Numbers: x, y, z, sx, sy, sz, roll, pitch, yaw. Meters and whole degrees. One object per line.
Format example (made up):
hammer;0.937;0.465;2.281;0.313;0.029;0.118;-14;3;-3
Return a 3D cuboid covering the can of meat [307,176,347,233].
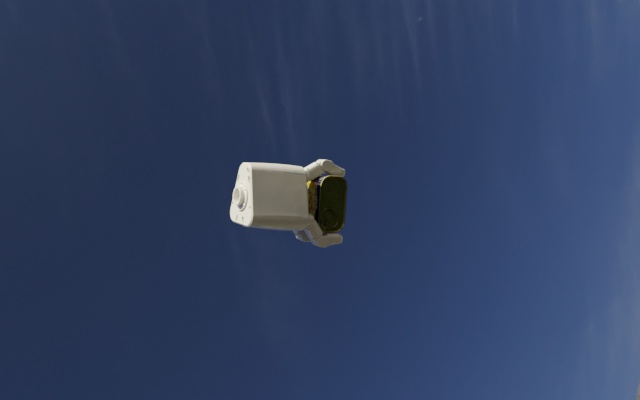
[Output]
can of meat;0.000;0.003;0.880;0.057;0.102;0.084;0;6;-34
